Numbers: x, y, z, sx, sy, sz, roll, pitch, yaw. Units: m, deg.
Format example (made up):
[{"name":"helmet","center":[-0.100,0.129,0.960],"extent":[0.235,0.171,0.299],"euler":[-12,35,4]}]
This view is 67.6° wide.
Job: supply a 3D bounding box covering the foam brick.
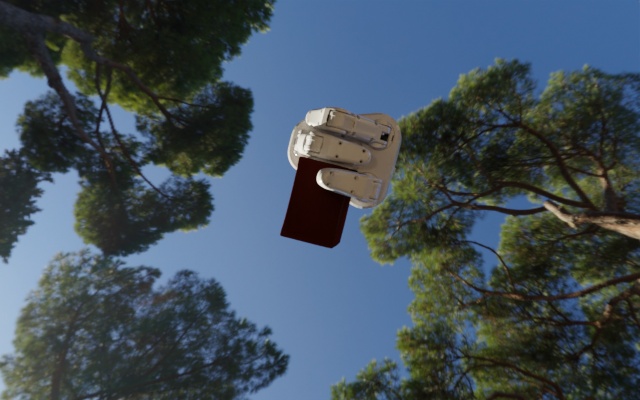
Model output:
[{"name":"foam brick","center":[0.000,0.002,0.462],"extent":[0.053,0.078,0.051],"euler":[15,4,10]}]
